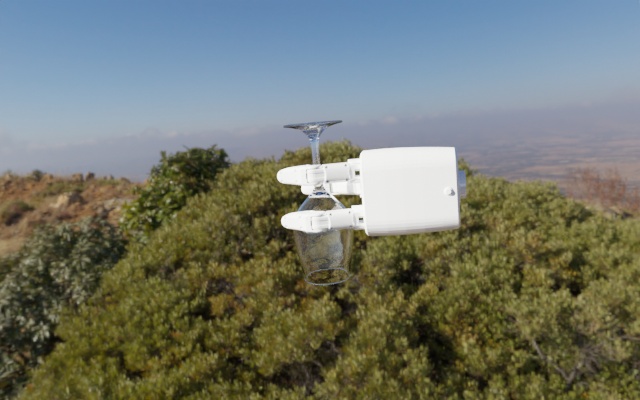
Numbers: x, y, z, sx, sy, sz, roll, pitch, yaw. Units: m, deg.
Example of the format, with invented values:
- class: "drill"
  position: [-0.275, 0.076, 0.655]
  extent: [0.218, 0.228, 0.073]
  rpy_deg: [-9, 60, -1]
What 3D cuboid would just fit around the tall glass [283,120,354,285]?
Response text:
- class: "tall glass"
  position: [0.000, 0.001, 0.607]
  extent: [0.079, 0.201, 0.079]
  rpy_deg: [-5, 9, 1]
